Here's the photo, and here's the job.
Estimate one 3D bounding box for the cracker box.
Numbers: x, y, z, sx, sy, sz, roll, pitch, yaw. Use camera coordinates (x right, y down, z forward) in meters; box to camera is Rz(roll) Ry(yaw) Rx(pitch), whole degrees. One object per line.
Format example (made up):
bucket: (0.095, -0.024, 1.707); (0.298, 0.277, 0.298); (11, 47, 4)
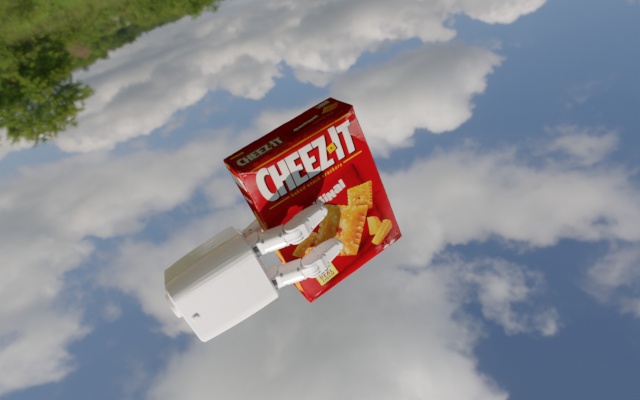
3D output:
cracker box: (0.000, 0.002, 0.622); (0.164, 0.214, 0.072); (-33, 31, -14)
